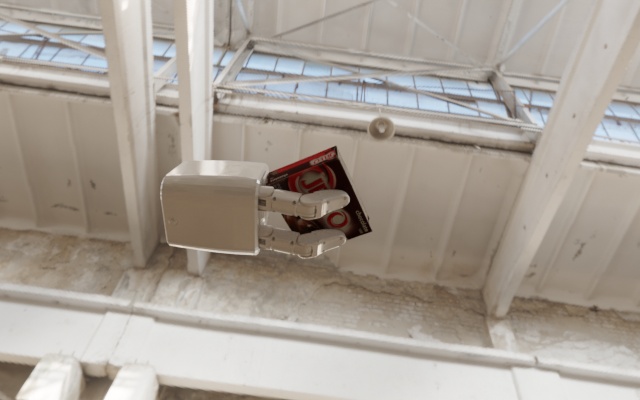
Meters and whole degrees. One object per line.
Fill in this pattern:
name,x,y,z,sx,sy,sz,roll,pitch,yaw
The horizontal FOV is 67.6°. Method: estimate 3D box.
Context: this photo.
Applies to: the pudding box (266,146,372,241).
pudding box,0.000,0.002,0.569,0.090,0.113,0.039,-21,32,12
